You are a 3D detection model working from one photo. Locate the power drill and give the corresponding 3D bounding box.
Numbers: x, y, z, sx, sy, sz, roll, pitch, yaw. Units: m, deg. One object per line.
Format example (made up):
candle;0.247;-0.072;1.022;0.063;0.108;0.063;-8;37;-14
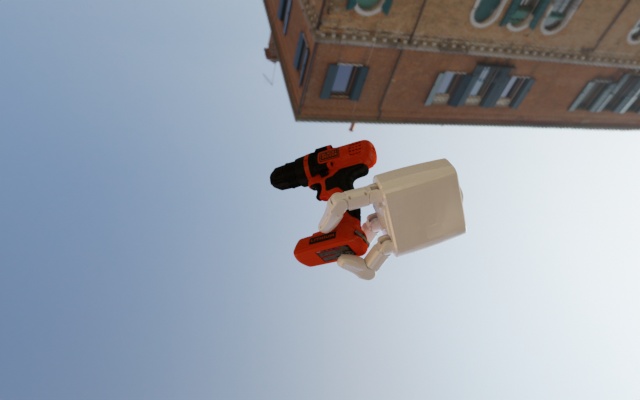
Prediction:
power drill;0.000;0.003;0.728;0.184;0.187;0.057;-16;-34;23
